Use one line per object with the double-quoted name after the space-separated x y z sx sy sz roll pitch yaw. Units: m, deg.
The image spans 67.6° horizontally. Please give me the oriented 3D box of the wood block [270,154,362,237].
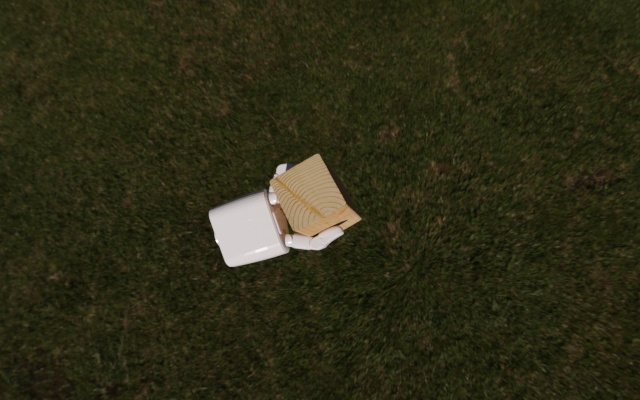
0.000 0.003 0.804 0.090 0.091 0.206 -29 -12 6 "wood block"
